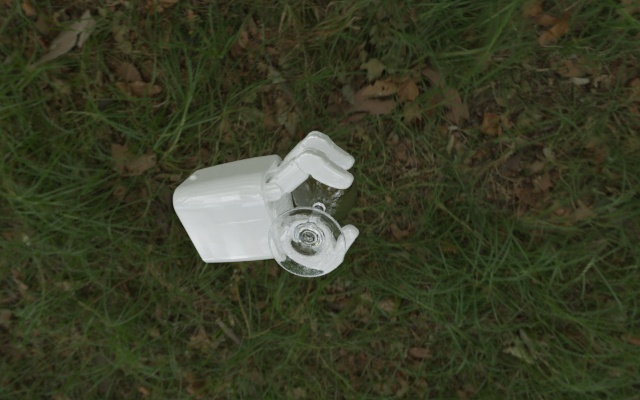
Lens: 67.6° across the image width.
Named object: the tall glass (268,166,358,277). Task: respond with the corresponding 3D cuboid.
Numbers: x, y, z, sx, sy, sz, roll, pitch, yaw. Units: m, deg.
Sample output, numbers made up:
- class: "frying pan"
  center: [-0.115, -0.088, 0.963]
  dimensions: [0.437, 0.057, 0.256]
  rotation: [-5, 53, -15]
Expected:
- class: "tall glass"
  center: [0.000, 0.002, 0.538]
  dimensions: [0.079, 0.079, 0.201]
  rotation: [0, 23, 9]
